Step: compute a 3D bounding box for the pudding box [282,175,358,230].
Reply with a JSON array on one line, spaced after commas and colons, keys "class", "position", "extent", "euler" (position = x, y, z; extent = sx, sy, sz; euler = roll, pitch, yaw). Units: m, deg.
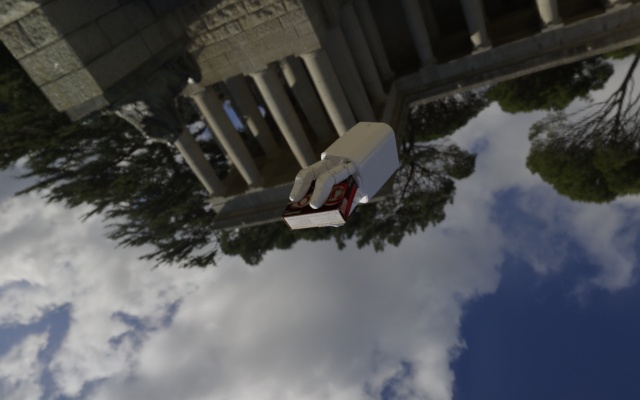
[{"class": "pudding box", "position": [0.000, 0.003, 0.819], "extent": [0.113, 0.039, 0.090], "euler": [-11, 37, 30]}]
